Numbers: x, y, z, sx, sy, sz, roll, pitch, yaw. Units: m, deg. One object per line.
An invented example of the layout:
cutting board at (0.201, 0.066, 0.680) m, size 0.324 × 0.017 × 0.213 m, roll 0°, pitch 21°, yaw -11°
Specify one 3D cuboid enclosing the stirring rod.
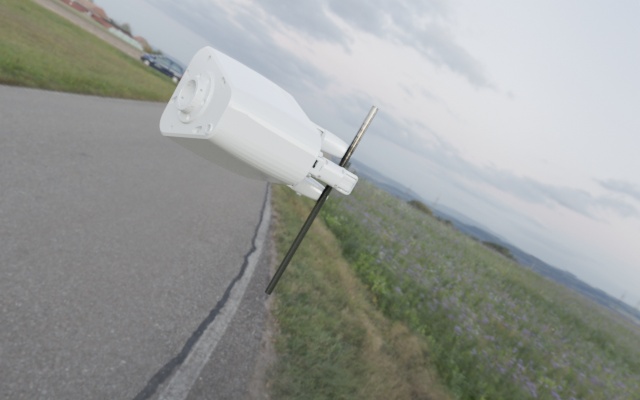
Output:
stirring rod at (0.000, 0.002, 0.533) m, size 0.011 × 0.239 × 0.011 m, roll 30°, pitch 5°, yaw -3°
